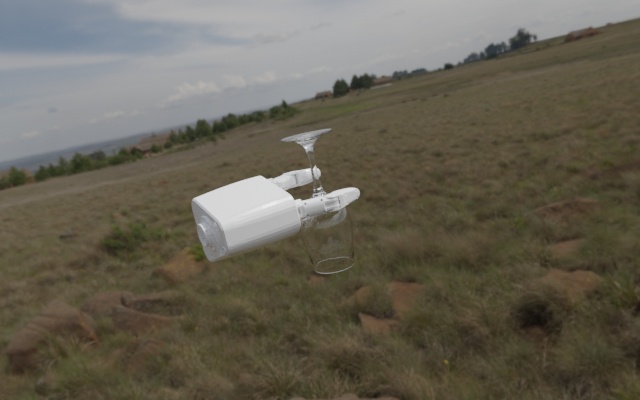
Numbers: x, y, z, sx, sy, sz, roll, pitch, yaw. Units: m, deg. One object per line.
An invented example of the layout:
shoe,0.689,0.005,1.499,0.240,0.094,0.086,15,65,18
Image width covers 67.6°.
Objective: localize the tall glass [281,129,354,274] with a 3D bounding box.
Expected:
tall glass,0.000,0.002,0.694,0.079,0.201,0.079,-12,12,3
